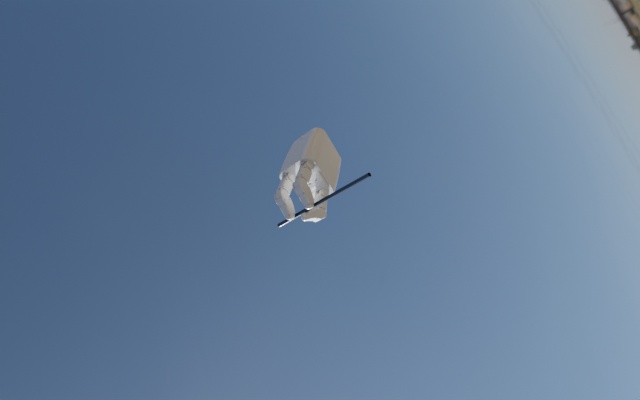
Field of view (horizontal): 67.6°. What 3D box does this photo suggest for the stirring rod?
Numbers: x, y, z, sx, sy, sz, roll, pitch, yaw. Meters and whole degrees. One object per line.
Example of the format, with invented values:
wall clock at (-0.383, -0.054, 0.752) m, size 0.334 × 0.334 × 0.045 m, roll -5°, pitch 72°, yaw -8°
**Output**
stirring rod at (0.000, 0.003, 0.884) m, size 0.239 × 0.011 × 0.011 m, roll -29°, pitch -19°, yaw 37°
